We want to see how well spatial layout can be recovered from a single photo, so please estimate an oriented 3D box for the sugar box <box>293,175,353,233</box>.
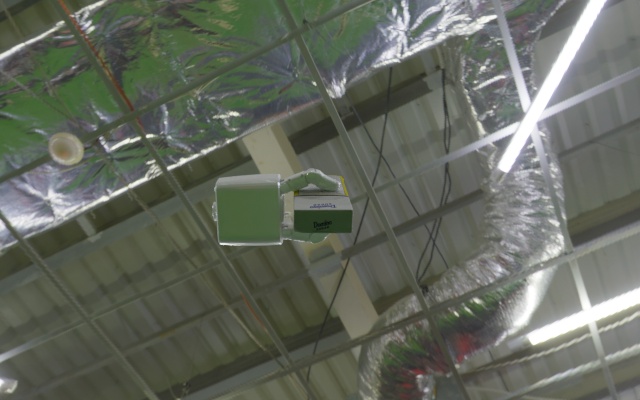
[{"bbox_3d":[0.000,0.003,0.807,0.093,0.048,0.176,0,23,-2],"label":"sugar box"}]
